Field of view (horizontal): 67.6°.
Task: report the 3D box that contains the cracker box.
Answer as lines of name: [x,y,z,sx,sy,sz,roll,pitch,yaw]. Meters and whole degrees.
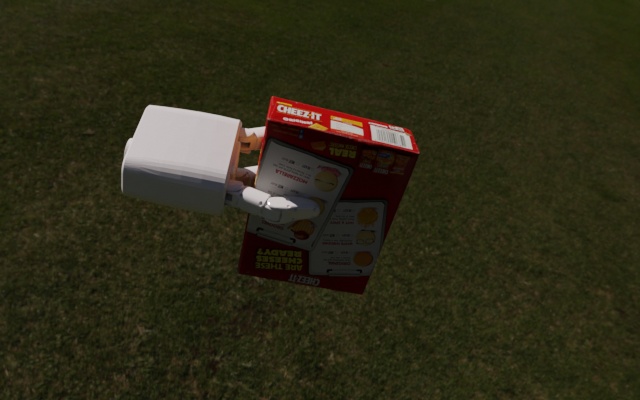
cracker box: [0.000,0.002,0.565,0.164,0.214,0.072,11,34,-7]
